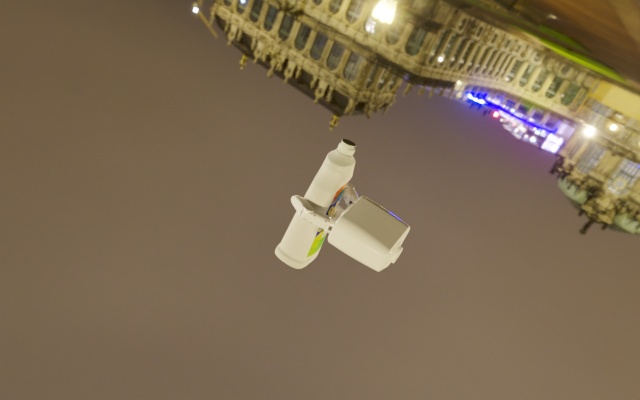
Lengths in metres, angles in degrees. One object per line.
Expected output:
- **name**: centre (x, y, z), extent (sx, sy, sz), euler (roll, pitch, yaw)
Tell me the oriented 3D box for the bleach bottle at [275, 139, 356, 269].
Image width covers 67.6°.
- **bleach bottle**: centre (0.000, 0.003, 0.892), extent (0.068, 0.251, 0.102), euler (32, 26, 15)
